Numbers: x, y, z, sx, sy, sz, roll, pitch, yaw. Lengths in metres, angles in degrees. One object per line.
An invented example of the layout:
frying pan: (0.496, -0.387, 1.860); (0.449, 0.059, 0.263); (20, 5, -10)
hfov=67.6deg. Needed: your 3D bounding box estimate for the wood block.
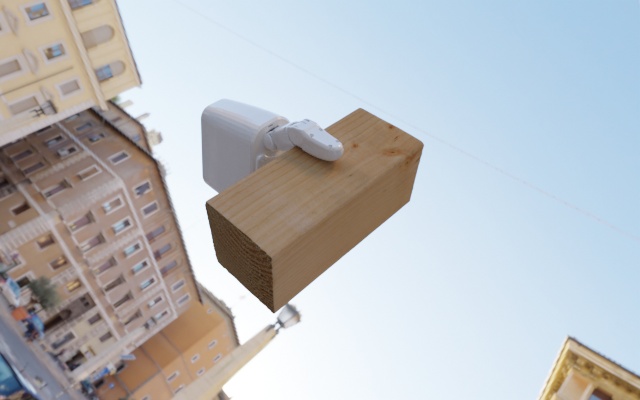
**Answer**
wood block: (0.000, 0.001, 0.478); (0.090, 0.091, 0.206); (36, 55, 28)
